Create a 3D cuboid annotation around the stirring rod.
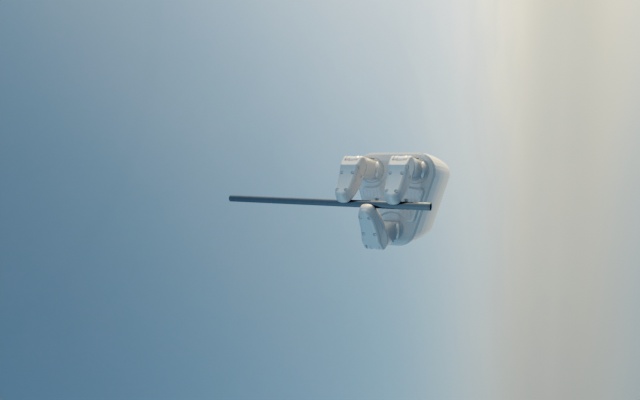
[{"bbox_3d":[0.000,0.002,0.519,0.239,0.011,0.011,2,1,26],"label":"stirring rod"}]
